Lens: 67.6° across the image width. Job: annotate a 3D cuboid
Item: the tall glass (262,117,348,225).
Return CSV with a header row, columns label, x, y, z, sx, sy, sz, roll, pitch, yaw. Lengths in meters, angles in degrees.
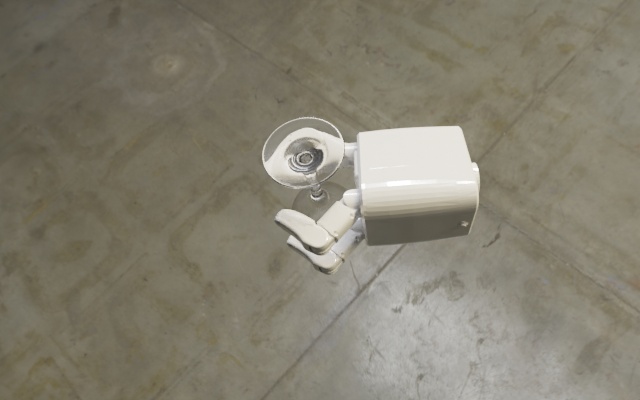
label,x,y,z,sx,sy,sz,roll,pitch,yaw
tall glass,0.000,0.001,0.507,0.079,0.079,0.201,0,-27,9
